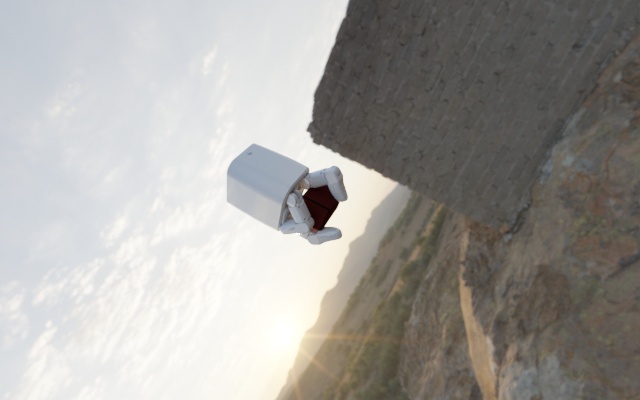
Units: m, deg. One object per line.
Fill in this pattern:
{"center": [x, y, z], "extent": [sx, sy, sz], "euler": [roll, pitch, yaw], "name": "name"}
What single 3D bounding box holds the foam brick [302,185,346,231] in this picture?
{"center": [0.000, 0.003, 0.796], "extent": [0.051, 0.053, 0.078], "euler": [27, 37, 8], "name": "foam brick"}
